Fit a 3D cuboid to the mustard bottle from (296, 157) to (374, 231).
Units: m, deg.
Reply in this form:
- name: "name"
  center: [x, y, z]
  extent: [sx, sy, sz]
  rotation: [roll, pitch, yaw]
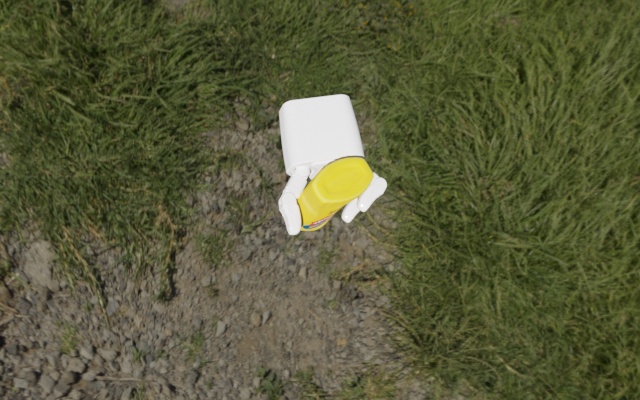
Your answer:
- name: "mustard bottle"
  center: [0.000, 0.003, 0.717]
  extent: [0.096, 0.058, 0.192]
  rotation: [-29, -7, -27]
